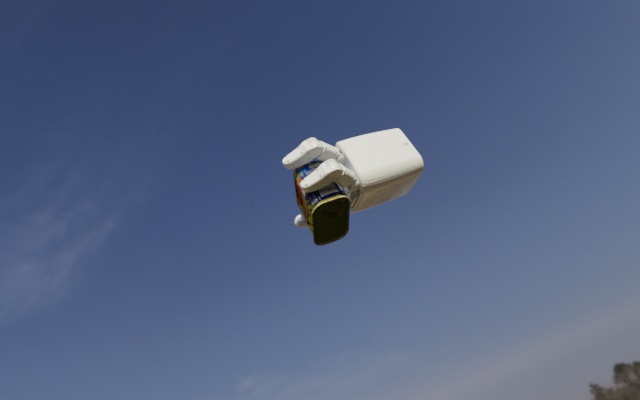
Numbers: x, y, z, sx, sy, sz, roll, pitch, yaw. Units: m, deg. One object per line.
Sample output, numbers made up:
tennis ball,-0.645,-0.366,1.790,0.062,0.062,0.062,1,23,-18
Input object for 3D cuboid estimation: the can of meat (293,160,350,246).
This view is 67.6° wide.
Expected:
can of meat,0.000,0.002,0.710,0.057,0.084,0.102,-19,-37,-13
